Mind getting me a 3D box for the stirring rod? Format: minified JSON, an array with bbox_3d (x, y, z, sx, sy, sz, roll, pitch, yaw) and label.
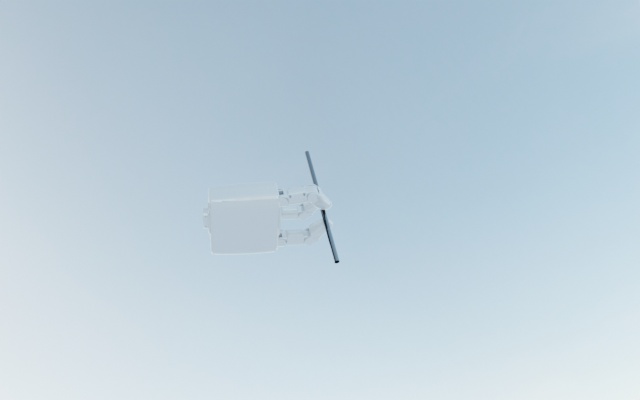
[{"bbox_3d":[0.000,0.003,0.797,0.011,0.239,0.011,-9,-39,-8],"label":"stirring rod"}]
